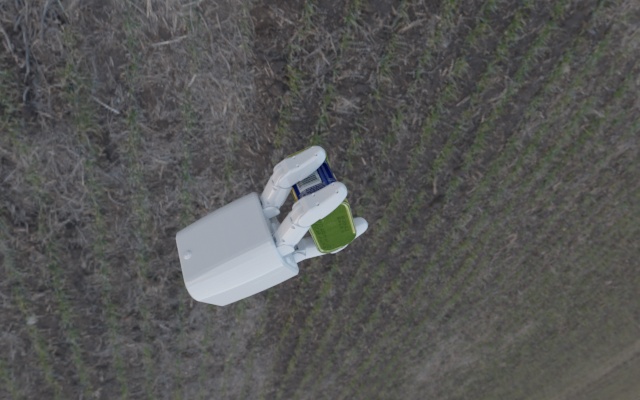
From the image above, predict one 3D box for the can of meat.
[{"bbox_3d":[0.000,0.002,0.558,0.057,0.084,0.102,-23,-36,-1],"label":"can of meat"}]
